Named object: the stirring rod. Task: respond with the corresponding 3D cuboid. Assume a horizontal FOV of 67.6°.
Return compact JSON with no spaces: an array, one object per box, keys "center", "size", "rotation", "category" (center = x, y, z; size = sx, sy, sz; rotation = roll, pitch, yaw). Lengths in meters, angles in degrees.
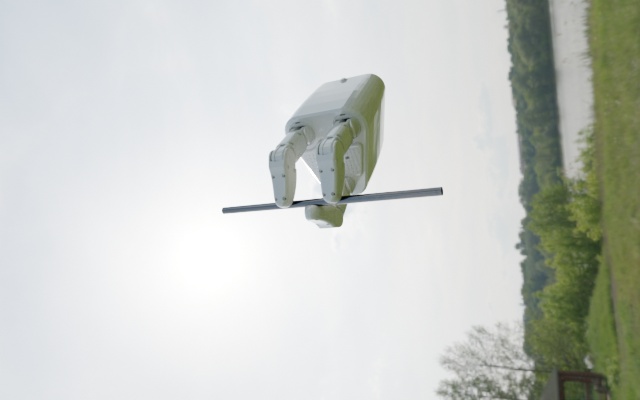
[{"center":[0.000,0.002,0.474],"size":[0.239,0.011,0.011],"rotation":[-5,-2,27],"category":"stirring rod"}]
